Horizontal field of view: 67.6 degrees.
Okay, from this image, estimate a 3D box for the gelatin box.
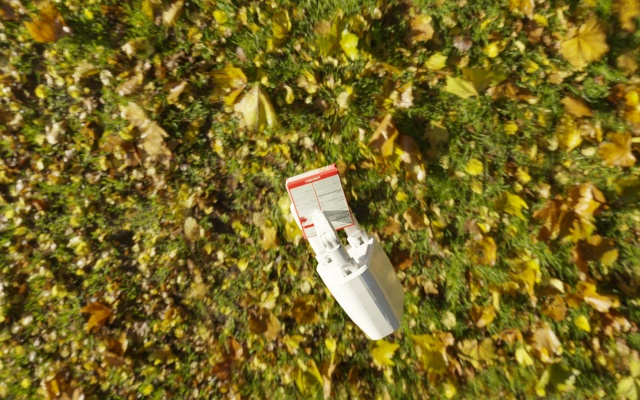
[{"bbox_3d":[0.000,0.002,0.664,0.073,0.089,0.030,-17,21,3],"label":"gelatin box"}]
